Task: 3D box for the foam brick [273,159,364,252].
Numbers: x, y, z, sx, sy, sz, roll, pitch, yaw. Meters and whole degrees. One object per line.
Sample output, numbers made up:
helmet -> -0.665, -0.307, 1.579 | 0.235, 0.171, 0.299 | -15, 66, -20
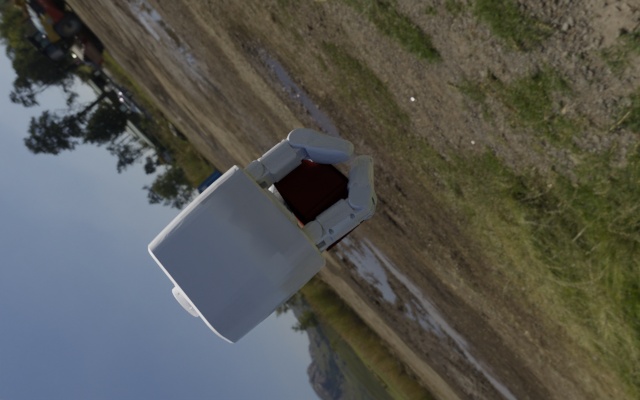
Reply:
foam brick -> 0.000, 0.002, 0.454 | 0.053, 0.051, 0.078 | 43, -10, 34
